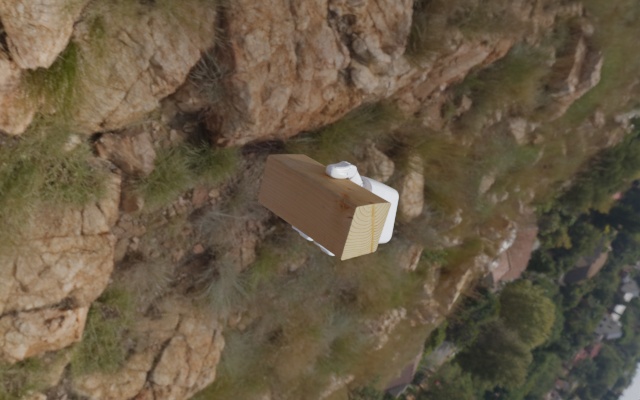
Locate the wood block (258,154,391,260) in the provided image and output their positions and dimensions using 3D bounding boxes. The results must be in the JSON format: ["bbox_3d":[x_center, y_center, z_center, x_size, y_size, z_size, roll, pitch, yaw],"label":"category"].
[{"bbox_3d":[0.001,0.002,0.785,0.090,0.091,0.206,-6,29,-46],"label":"wood block"}]
